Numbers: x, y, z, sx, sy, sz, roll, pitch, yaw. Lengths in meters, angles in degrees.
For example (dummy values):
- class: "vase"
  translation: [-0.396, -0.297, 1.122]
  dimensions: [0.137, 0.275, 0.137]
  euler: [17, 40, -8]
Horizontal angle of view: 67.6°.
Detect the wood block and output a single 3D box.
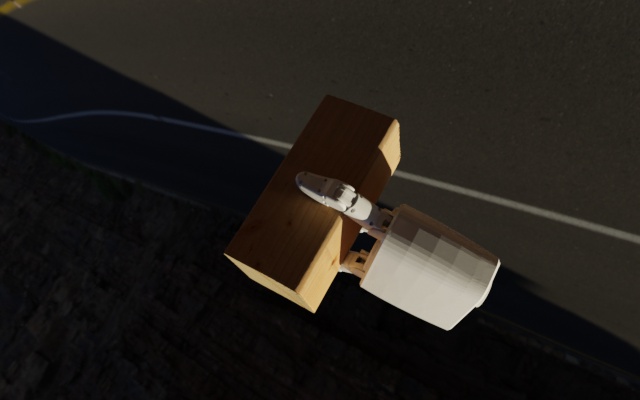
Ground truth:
- class: "wood block"
  translation: [0.000, 0.002, 0.517]
  dimensions: [0.090, 0.206, 0.091]
  euler: [25, -18, 20]
